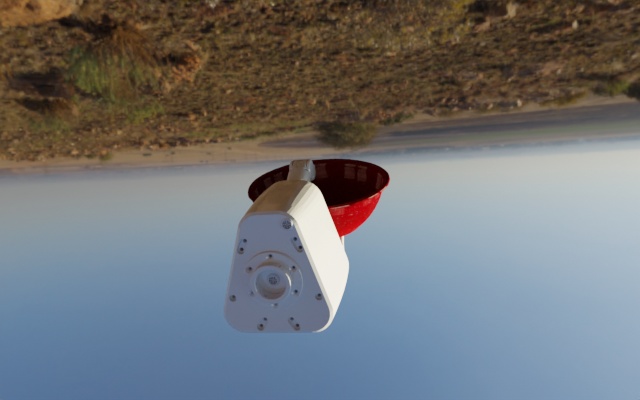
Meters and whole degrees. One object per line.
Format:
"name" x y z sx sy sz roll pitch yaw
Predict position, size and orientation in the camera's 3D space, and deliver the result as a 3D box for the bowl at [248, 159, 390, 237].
"bowl" 0.001 0.002 0.554 0.162 0.055 0.162 -5 23 2
